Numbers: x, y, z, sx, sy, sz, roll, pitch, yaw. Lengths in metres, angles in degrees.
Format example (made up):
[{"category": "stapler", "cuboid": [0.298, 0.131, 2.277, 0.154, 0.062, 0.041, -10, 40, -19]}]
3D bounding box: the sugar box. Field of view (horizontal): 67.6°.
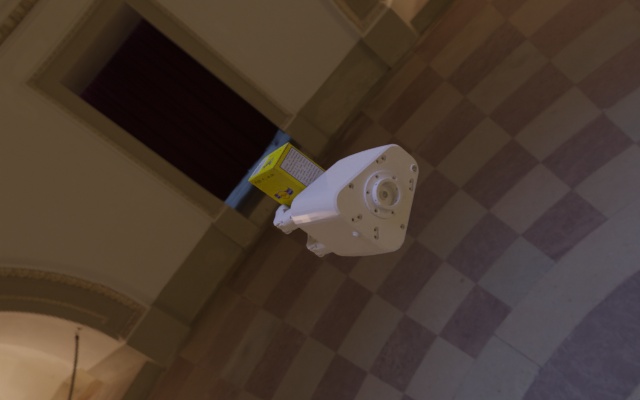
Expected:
[{"category": "sugar box", "cuboid": [0.000, 0.002, 0.622, 0.176, 0.048, 0.093, 38, -22, -17]}]
